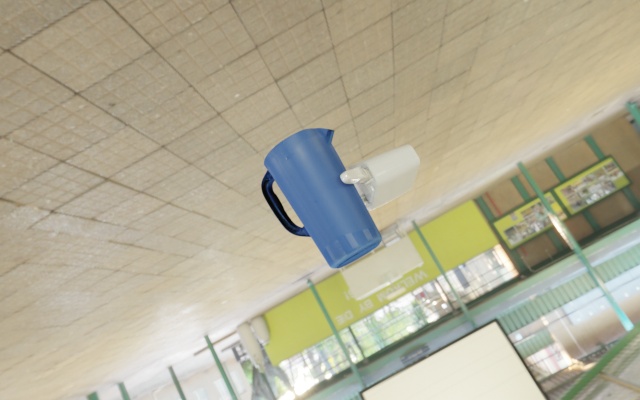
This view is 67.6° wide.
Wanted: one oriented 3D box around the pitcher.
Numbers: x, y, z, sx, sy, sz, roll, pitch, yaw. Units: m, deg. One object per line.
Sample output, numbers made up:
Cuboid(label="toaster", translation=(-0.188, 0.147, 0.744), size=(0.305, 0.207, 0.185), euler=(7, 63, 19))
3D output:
Cuboid(label="pitcher", translation=(0.000, 0.003, 0.878), size=(0.145, 0.242, 0.149), euler=(-25, -14, -21))
